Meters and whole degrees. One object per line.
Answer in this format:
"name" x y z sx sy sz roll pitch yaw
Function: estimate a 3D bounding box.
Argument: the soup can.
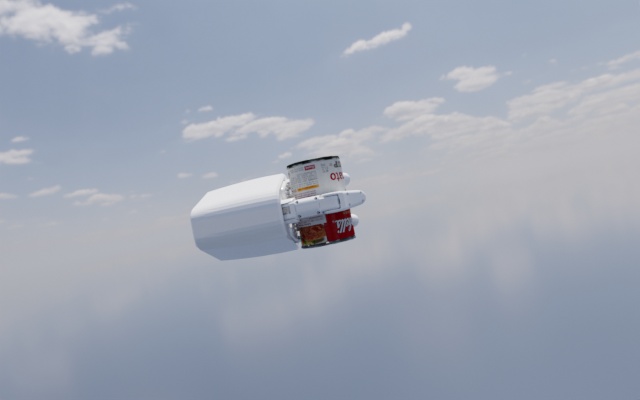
"soup can" 0.001 0.002 0.581 0.068 0.102 0.068 -11 -1 0
